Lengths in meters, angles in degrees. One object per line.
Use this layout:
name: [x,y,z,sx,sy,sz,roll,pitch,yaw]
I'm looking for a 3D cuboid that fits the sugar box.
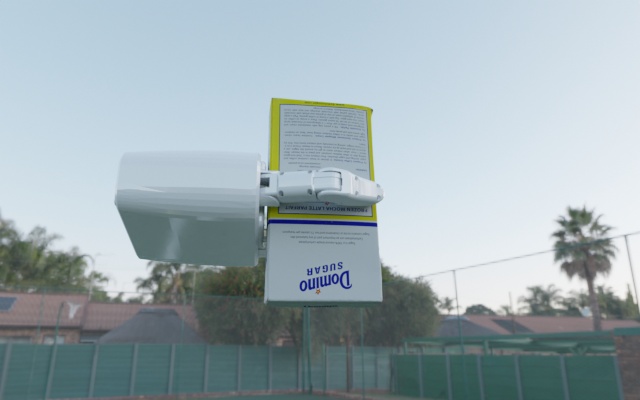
sugar box: [0.000,0.001,0.410,0.093,0.176,0.048,3,-17,-9]
